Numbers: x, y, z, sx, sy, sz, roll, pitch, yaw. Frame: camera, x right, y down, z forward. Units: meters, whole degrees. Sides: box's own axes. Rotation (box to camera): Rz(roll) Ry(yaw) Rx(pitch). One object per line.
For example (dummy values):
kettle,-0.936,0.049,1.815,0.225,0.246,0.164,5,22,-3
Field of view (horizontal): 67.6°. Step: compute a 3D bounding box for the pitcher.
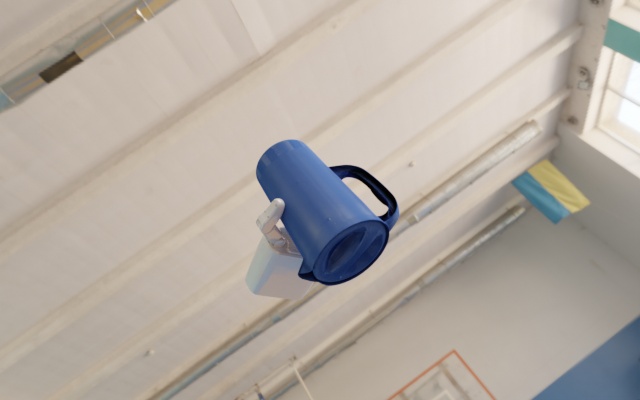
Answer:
pitcher,0.000,0.003,0.771,0.149,0.145,0.242,0,39,-39
